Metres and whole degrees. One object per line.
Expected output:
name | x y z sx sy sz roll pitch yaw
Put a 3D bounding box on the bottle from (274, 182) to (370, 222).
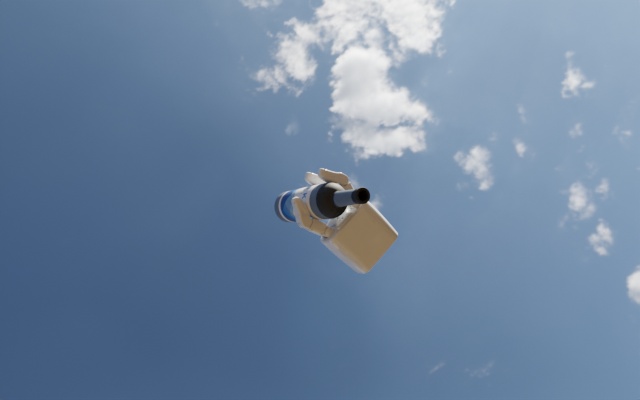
bottle | 0.000 0.003 0.898 0.069 0.069 0.296 0 -4 -28
